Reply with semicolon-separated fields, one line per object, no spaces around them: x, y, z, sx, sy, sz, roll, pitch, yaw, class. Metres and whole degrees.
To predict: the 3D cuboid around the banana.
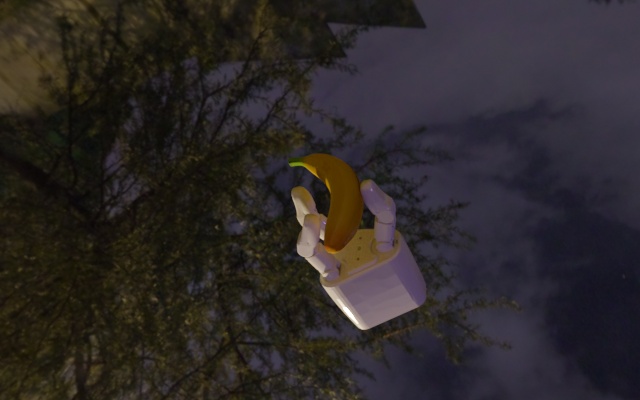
0.016;-0.009;0.563;0.069;0.037;0.197;-28;34;1;banana
